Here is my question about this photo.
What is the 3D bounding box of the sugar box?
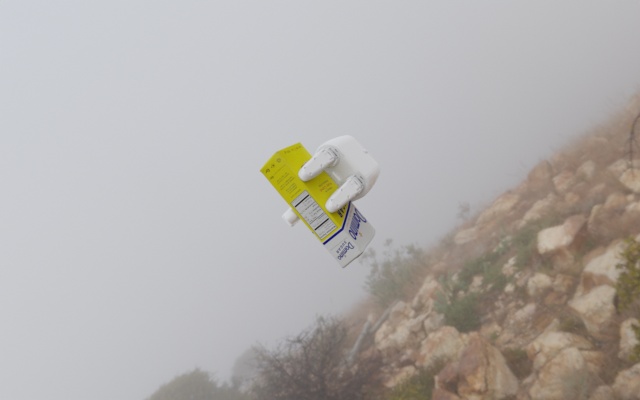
[{"bbox_3d":[0.000,0.002,0.669,0.048,0.176,0.093,-44,-1,24],"label":"sugar box"}]
